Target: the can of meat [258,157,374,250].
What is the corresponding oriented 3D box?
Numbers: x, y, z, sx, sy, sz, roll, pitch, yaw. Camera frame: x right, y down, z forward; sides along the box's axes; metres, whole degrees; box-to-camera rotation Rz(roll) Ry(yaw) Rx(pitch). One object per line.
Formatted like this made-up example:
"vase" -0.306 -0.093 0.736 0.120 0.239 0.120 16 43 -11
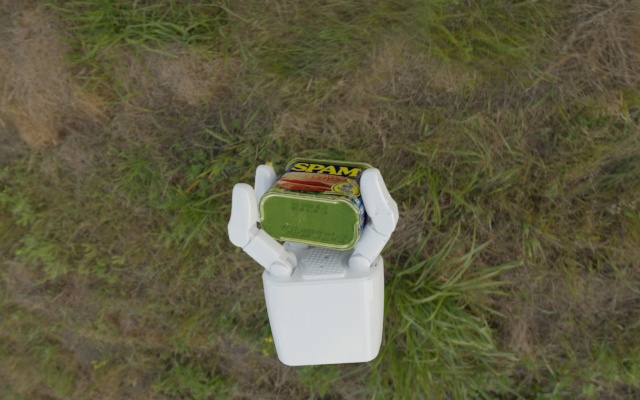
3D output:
"can of meat" 0.000 0.002 0.465 0.102 0.057 0.084 7 27 16
